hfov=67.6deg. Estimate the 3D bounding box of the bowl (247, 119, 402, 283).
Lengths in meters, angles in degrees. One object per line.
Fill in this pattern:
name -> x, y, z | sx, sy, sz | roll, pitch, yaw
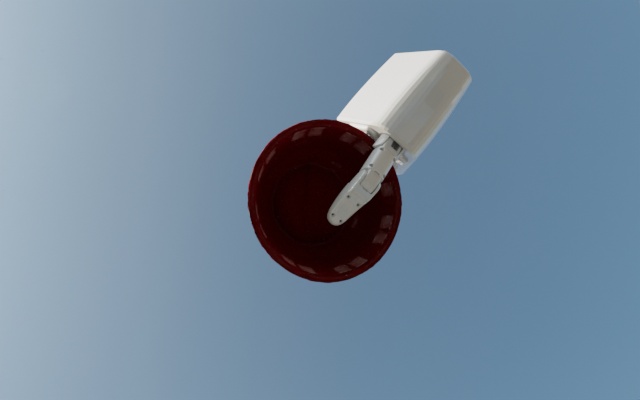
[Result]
bowl -> -0.001, 0.002, 0.491 | 0.162, 0.162, 0.055 | 0, -5, -21
